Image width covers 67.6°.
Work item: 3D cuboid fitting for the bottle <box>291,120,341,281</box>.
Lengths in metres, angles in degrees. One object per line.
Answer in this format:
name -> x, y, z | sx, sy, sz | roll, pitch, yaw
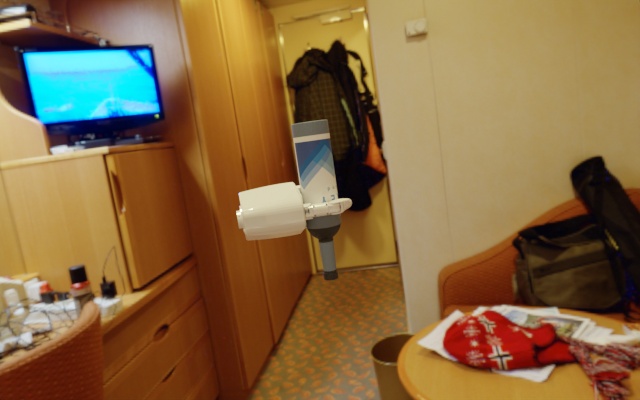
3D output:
bottle -> 0.000, 0.003, 0.883 | 0.069, 0.296, 0.069 | -8, 8, 1
